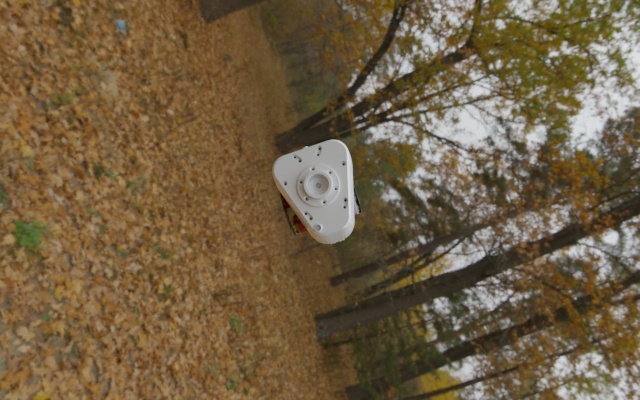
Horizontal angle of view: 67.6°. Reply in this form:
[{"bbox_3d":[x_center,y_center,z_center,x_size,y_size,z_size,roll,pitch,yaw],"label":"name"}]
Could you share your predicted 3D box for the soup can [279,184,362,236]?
[{"bbox_3d":[0.000,0.002,0.683,0.102,0.068,0.068,-19,0,1],"label":"soup can"}]
